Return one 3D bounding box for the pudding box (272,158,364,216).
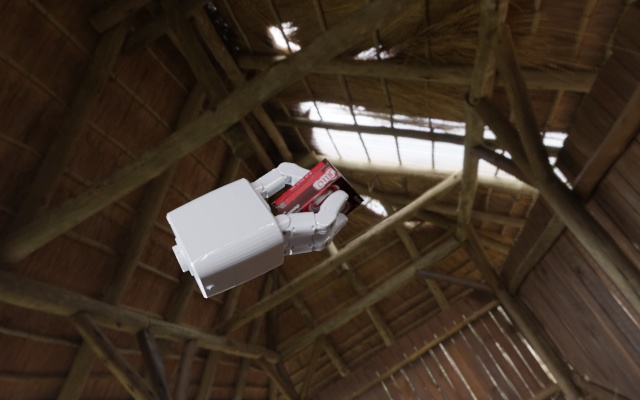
[{"bbox_3d":[0.000,0.002,0.621,0.090,0.039,0.113,-40,-23,6],"label":"pudding box"}]
